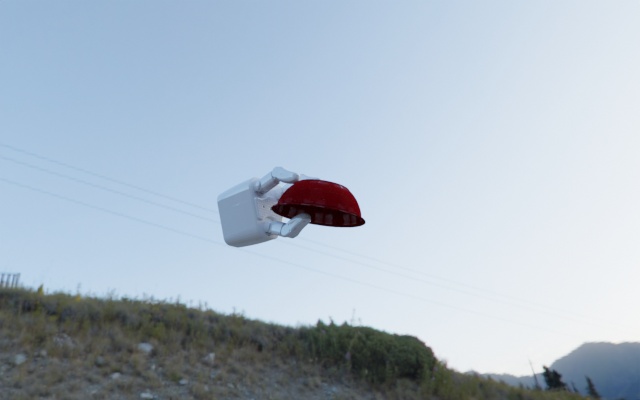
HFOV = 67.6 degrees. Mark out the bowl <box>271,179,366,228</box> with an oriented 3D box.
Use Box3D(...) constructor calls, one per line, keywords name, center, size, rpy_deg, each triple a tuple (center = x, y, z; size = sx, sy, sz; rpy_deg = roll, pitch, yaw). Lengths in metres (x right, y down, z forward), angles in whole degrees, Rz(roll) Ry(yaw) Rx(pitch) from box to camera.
Box3D(name="bowl", center=(0.001, 0.002, 0.814), size=(0.162, 0.055, 0.162), rpy_deg=(9, -13, 2))
